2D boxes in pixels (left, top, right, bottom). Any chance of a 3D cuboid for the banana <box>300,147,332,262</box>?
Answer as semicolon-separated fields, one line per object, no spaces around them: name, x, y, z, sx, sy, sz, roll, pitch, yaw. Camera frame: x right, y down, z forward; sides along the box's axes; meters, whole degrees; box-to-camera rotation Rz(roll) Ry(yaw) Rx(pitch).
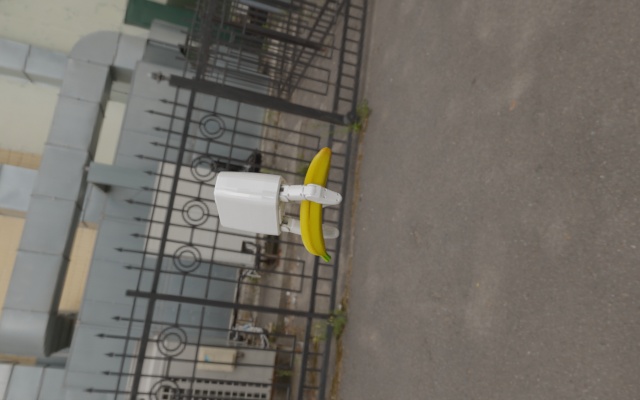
banana;-0.007;0.005;0.805;0.037;0.198;0.069;2;-1;24
